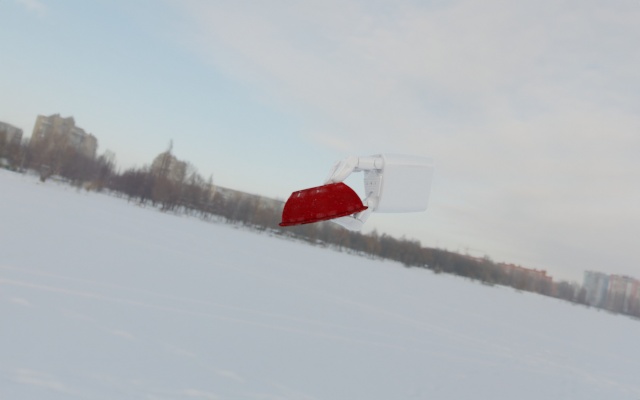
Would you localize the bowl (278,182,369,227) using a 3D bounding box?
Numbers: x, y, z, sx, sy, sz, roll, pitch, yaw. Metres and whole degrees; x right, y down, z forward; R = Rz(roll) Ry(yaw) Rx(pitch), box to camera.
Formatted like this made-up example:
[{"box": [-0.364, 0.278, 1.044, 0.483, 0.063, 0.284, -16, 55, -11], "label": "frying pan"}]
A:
[{"box": [-0.001, 0.003, 0.838, 0.162, 0.055, 0.162, -12, 3, 1], "label": "bowl"}]
